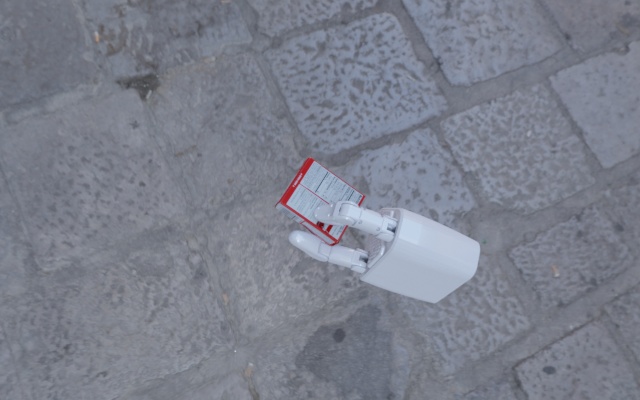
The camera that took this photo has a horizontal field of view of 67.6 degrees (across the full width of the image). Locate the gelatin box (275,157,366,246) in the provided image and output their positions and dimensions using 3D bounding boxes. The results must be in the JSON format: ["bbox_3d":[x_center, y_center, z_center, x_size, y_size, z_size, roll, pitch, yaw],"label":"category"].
[{"bbox_3d":[0.000,0.002,0.590,0.089,0.073,0.030,35,-22,-9],"label":"gelatin box"}]
